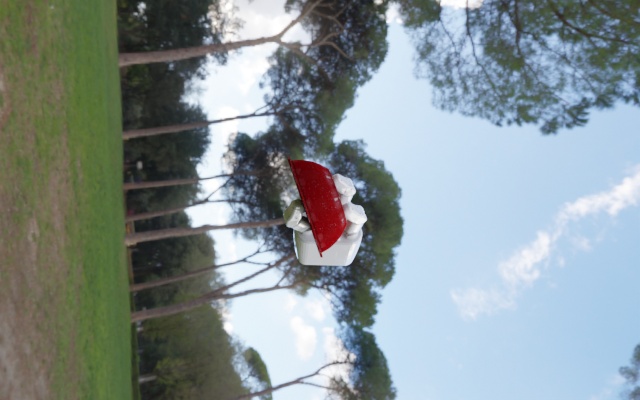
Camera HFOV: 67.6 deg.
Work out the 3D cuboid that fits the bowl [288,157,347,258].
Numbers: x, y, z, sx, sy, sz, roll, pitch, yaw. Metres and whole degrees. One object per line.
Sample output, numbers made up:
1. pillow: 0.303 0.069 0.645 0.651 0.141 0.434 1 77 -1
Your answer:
1. bowl: 0.000 0.002 0.727 0.055 0.162 0.162 -19 0 -1
